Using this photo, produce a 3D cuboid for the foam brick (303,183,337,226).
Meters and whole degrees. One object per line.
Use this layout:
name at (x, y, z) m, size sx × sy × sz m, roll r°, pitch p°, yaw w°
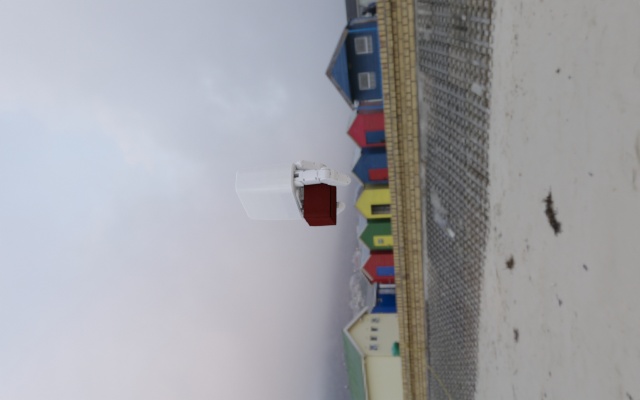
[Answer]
foam brick at (0.000, 0.003, 0.855) m, size 0.051 × 0.078 × 0.053 m, roll -4°, pitch -22°, yaw 11°
